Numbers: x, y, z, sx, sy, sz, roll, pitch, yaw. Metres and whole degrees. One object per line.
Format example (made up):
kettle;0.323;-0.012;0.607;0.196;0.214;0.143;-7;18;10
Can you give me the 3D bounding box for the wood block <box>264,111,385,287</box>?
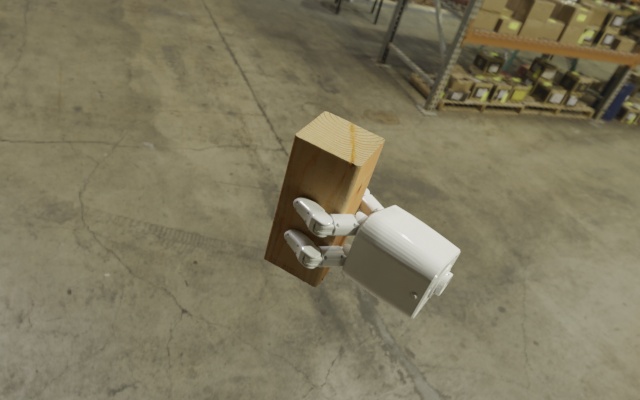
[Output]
wood block;0.001;0.002;0.637;0.090;0.206;0.090;27;37;12
